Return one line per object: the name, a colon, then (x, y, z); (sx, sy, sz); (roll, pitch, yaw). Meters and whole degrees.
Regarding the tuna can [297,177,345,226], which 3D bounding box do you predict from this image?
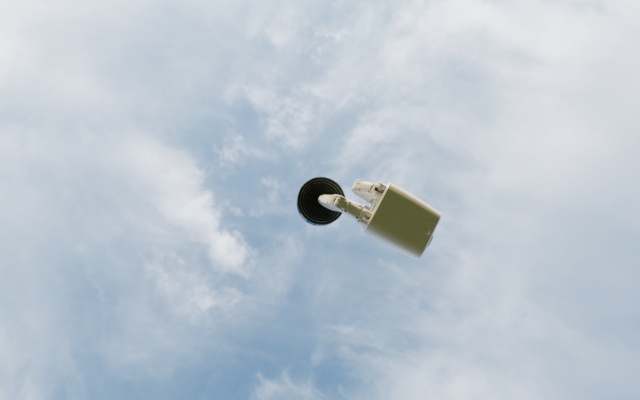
tuna can: (0.000, 0.003, 0.853); (0.086, 0.086, 0.034); (0, -9, -7)
